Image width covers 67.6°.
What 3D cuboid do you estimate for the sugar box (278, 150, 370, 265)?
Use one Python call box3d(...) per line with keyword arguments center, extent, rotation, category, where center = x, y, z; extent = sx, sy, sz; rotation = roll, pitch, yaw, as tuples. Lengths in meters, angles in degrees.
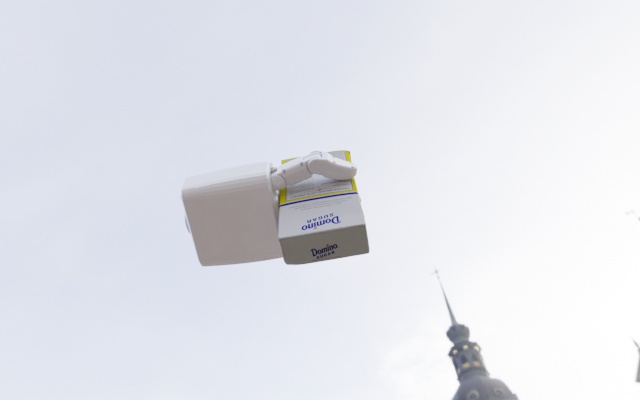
box3d(center=(0.000, 0.002, 0.565), extent=(0.093, 0.048, 0.176), rotation=(-9, 34, 3), category="sugar box")
